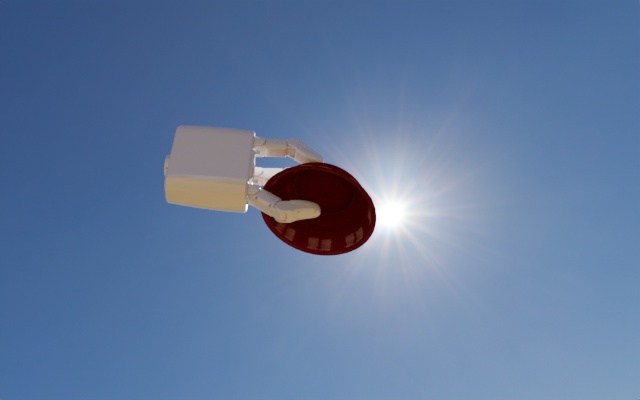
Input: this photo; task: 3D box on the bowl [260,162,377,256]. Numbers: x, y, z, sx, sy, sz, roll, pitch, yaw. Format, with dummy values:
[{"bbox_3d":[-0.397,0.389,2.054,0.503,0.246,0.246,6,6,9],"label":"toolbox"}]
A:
[{"bbox_3d":[0.001,0.002,0.664,0.162,0.162,0.055,0,40,15],"label":"bowl"}]
